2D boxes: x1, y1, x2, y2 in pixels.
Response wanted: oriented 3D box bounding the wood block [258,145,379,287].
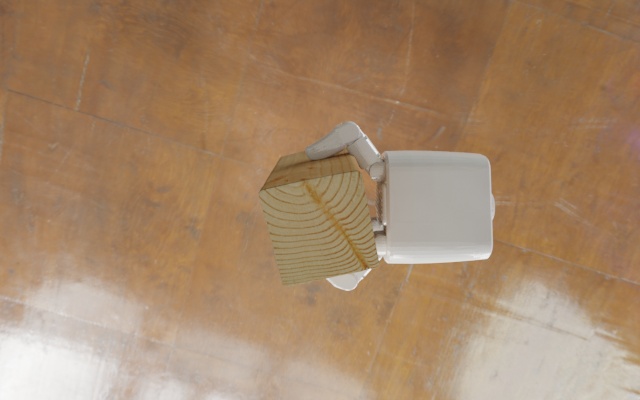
[{"bbox_3d":[0.000,0.001,0.505,0.090,0.091,0.206,-12,13,3],"label":"wood block"}]
